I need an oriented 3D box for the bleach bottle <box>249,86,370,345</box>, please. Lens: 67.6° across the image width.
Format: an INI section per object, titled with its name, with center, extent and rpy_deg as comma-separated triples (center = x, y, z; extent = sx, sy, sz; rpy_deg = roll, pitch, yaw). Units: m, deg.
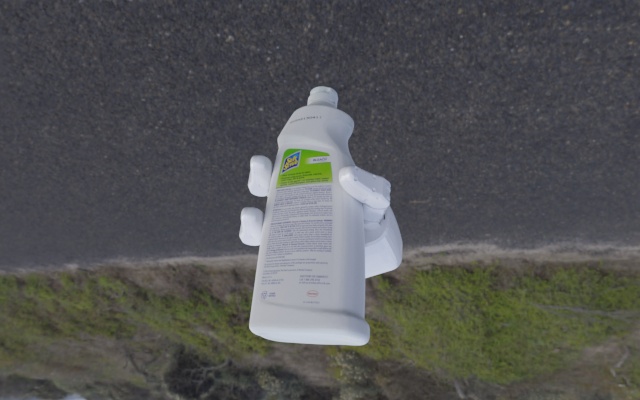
[bleach bottle]
center = 0.000, 0.001, 0.449
extent = 0.102, 0.250, 0.068
rpy_deg = -3, -26, 19
